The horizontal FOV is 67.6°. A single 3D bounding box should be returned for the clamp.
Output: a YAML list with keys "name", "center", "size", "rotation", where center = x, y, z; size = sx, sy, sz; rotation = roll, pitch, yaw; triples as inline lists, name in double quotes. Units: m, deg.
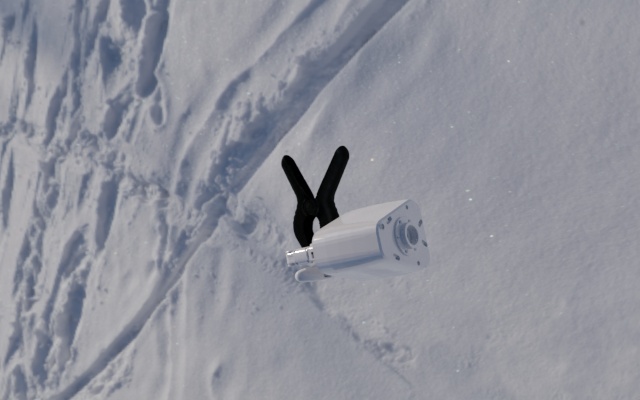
- name: "clamp"
  center: [0.000, 0.002, 0.694]
  size: [0.120, 0.171, 0.039]
  rotation: [-17, -9, 42]
